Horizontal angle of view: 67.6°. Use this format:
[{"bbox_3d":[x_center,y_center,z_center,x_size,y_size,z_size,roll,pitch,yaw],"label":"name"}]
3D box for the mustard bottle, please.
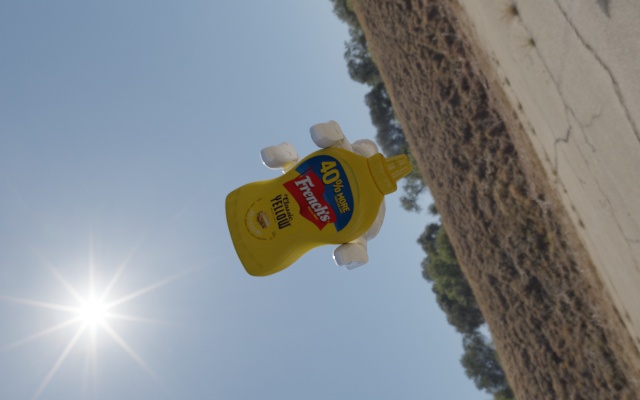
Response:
[{"bbox_3d":[0.000,0.002,0.479,0.191,0.096,0.058,-24,-18,18],"label":"mustard bottle"}]
